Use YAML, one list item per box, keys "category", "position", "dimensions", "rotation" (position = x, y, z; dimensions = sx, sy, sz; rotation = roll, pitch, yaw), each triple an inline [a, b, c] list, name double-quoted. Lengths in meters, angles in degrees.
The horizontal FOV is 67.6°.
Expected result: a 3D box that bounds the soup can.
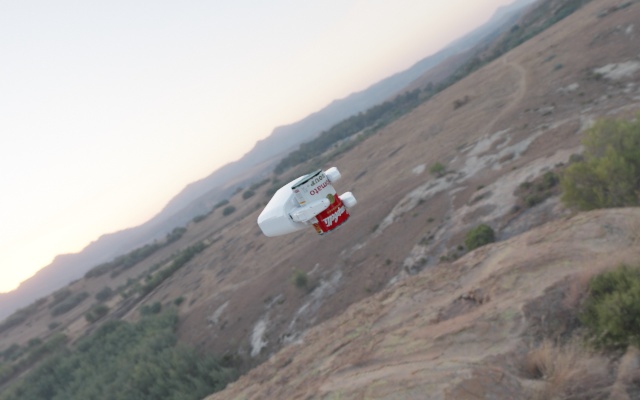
- category: "soup can"
  position: [0.000, 0.003, 0.864]
  dimensions: [0.068, 0.102, 0.068]
  rotation: [-30, 8, 5]
